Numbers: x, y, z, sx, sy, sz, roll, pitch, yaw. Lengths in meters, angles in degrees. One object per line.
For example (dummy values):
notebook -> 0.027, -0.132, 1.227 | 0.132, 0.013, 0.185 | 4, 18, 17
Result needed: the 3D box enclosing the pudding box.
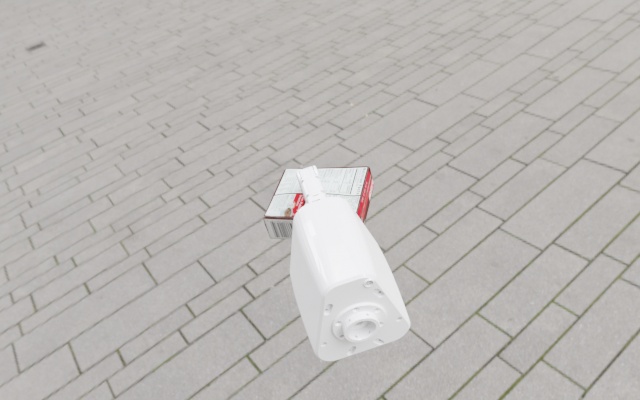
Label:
pudding box -> 0.000, 0.002, 0.558 | 0.113, 0.039, 0.090 | 1, 43, 18
